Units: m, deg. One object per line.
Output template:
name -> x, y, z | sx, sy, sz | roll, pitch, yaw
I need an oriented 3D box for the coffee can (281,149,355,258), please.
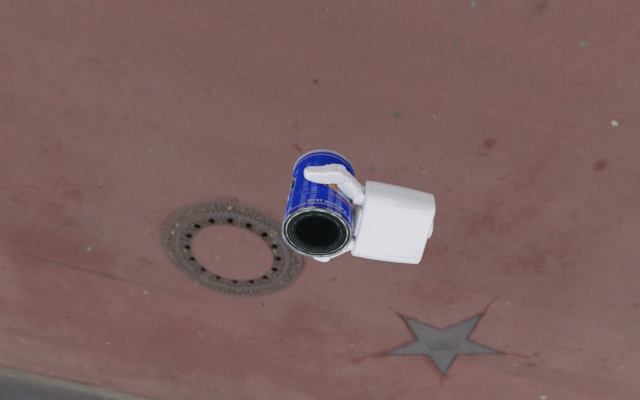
coffee can -> 0.000, 0.002, 0.737 | 0.103, 0.103, 0.140 | 0, 41, 6
